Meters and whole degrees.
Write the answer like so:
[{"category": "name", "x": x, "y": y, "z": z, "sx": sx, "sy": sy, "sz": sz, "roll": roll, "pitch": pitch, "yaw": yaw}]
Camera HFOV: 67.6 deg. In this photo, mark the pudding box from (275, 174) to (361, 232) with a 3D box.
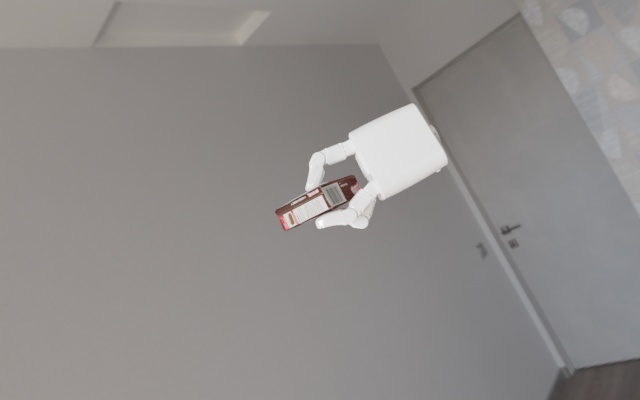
[{"category": "pudding box", "x": 0.000, "y": 0.002, "z": 0.705, "sx": 0.090, "sy": 0.039, "sz": 0.113, "roll": -28, "pitch": -5, "yaw": 30}]
